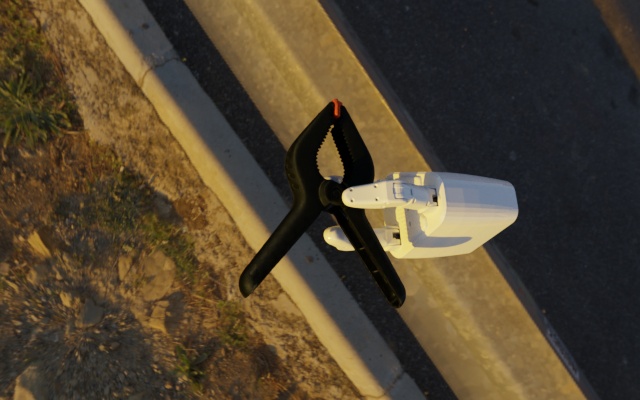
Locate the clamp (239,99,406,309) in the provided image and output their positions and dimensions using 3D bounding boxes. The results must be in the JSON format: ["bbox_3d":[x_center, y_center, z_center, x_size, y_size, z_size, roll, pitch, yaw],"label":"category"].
[{"bbox_3d":[0.001,0.001,0.460,0.164,0.210,0.036,2,-15,-24],"label":"clamp"}]
